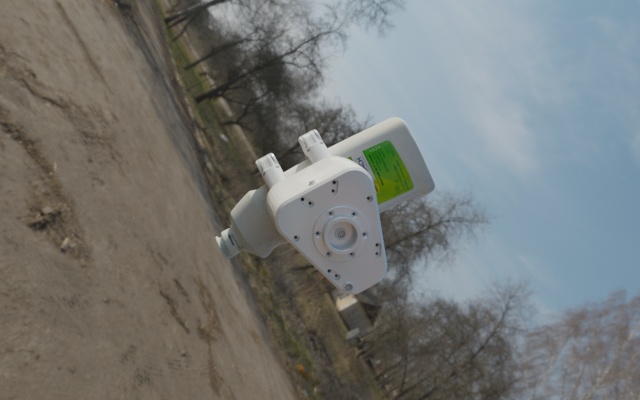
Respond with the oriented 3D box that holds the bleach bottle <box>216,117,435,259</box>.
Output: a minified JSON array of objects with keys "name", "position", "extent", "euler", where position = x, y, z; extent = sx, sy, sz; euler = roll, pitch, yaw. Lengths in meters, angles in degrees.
[{"name":"bleach bottle","position":[0.000,0.002,0.558],"extent":[0.251,0.102,0.068],"euler":[-29,12,-3]}]
